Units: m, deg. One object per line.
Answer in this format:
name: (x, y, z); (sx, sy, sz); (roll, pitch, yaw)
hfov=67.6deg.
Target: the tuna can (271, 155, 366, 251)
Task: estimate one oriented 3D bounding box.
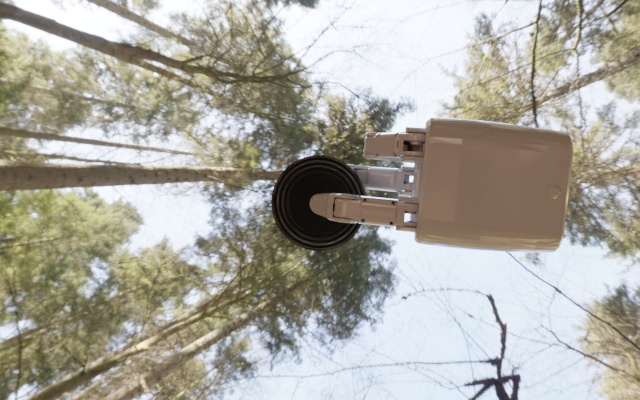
tuna can: (0.000, 0.001, 0.441); (0.086, 0.086, 0.034); (0, 5, 6)
